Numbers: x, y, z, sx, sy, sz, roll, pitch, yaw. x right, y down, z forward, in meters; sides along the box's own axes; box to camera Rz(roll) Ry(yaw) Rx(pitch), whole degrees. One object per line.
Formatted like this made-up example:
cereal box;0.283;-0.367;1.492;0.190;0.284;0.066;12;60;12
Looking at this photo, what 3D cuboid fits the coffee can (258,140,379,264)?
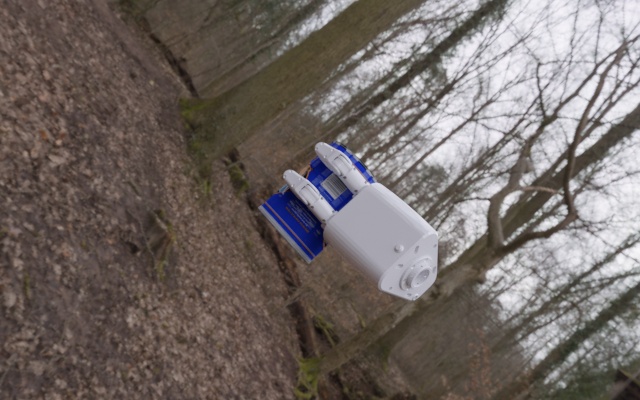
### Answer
coffee can;0.000;0.002;0.653;0.140;0.103;0.103;-42;5;-6
